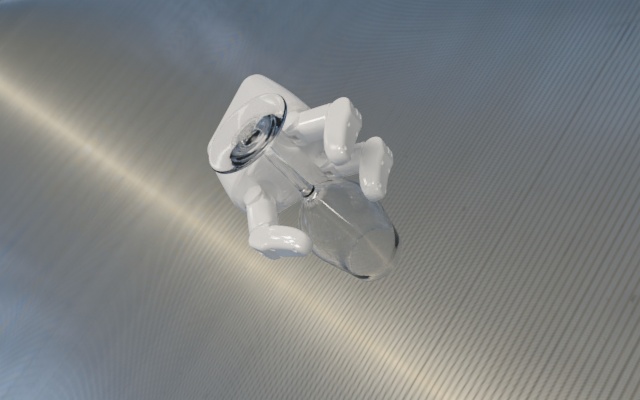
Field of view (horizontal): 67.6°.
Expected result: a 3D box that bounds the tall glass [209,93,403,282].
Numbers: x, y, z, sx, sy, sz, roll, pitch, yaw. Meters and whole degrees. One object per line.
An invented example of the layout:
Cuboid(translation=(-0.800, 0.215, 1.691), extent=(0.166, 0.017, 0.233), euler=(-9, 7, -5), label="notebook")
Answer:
Cuboid(translation=(0.000, 0.001, 0.416), extent=(0.079, 0.079, 0.201), euler=(0, -32, 41), label="tall glass")
